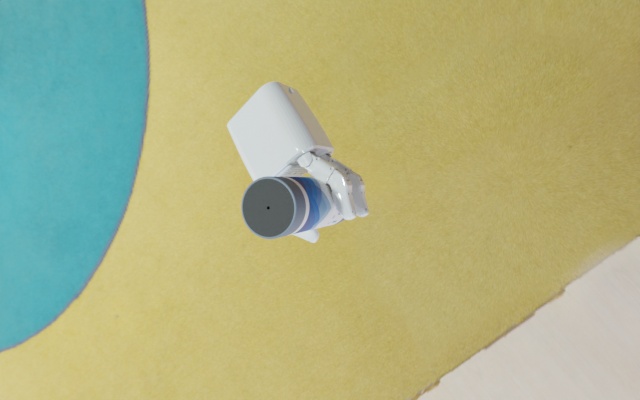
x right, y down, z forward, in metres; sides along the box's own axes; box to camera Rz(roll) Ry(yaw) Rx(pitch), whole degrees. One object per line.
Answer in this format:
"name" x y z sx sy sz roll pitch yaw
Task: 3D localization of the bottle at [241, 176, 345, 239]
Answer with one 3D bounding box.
"bottle" 0.000 0.002 0.638 0.069 0.069 0.295 0 2 22
